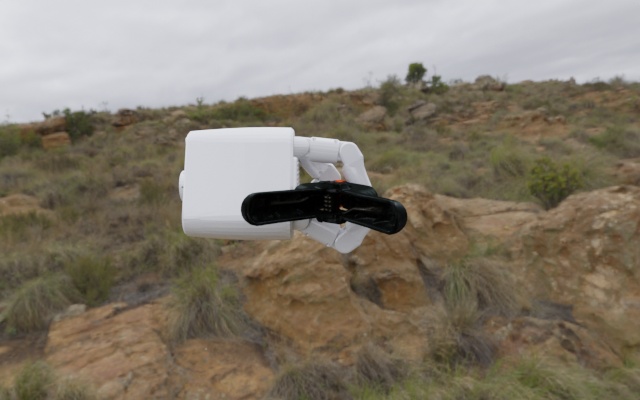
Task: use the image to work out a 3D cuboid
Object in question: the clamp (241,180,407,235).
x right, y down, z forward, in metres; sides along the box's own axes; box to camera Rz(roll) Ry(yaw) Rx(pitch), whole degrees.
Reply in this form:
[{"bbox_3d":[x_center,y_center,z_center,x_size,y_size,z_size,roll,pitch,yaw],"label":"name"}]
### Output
[{"bbox_3d":[0.000,0.001,0.412,0.120,0.039,0.171,8,4,-2],"label":"clamp"}]
